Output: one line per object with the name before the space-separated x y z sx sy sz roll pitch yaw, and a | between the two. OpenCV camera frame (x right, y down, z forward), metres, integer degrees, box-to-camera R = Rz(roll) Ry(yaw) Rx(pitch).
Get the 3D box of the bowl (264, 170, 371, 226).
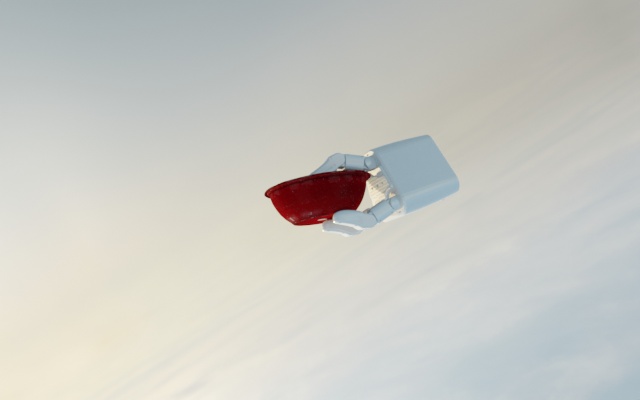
bowl | -0.001 0.003 0.710 0.162 0.055 0.162 -10 -9 -2
